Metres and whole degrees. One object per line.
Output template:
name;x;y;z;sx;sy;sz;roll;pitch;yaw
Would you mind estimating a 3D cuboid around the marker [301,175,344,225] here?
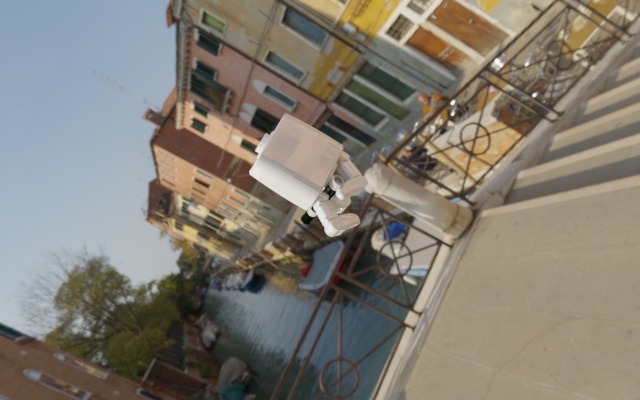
marker;0.000;0.002;0.747;0.020;0.020;0.121;0;-33;-32
